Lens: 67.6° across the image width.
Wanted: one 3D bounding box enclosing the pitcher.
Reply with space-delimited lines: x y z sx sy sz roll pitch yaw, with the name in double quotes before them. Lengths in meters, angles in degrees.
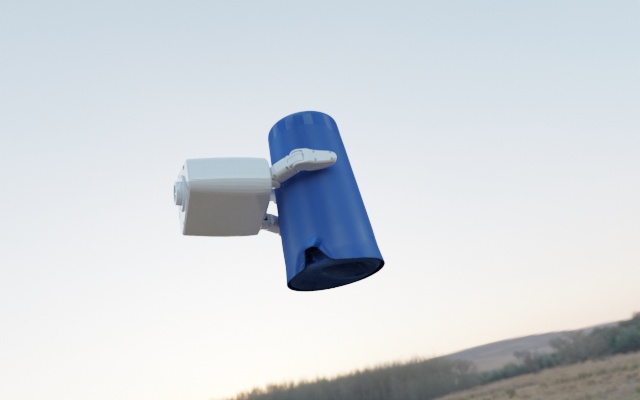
"pitcher" 0.000 0.002 0.685 0.145 0.242 0.149 -1 -27 -25
